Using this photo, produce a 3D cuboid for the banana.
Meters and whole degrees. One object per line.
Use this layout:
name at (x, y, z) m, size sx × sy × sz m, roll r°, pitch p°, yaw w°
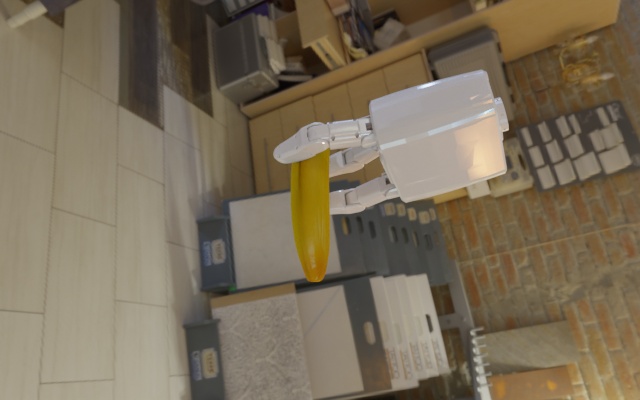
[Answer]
banana at (-0.006, -0.014, 0.483) m, size 0.037 × 0.070 × 0.197 m, roll -13°, pitch 41°, yaw 14°
